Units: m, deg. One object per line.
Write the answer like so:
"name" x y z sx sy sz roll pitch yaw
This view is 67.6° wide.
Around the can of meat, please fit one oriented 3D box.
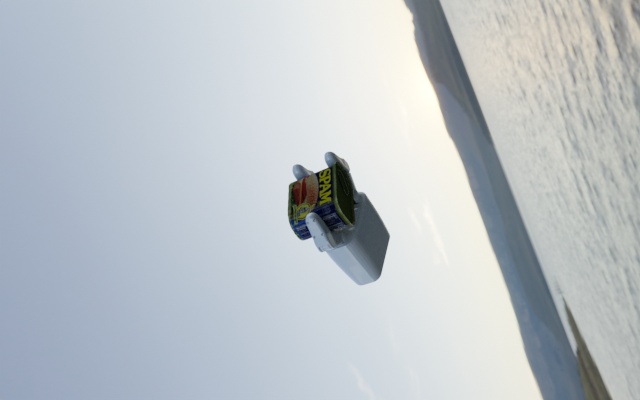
"can of meat" 0.000 0.002 0.707 0.084 0.102 0.057 -21 -47 21
